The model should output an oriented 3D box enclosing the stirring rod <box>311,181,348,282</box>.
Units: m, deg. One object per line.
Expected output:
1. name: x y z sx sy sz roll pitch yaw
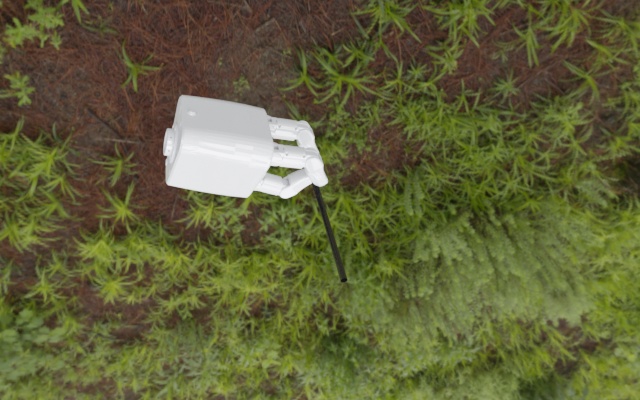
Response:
1. stirring rod: 0.000 0.002 0.609 0.011 0.239 0.011 -9 -42 -8
